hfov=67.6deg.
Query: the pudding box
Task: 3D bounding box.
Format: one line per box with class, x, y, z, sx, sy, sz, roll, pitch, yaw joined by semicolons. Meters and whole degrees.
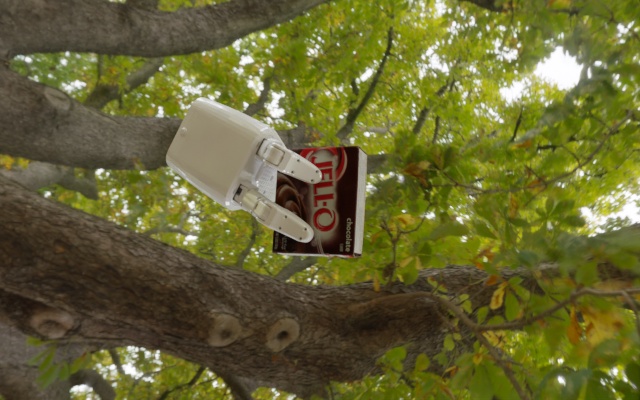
pudding box;0.000;0.002;0.497;0.090;0.113;0.039;-1;-7;23
